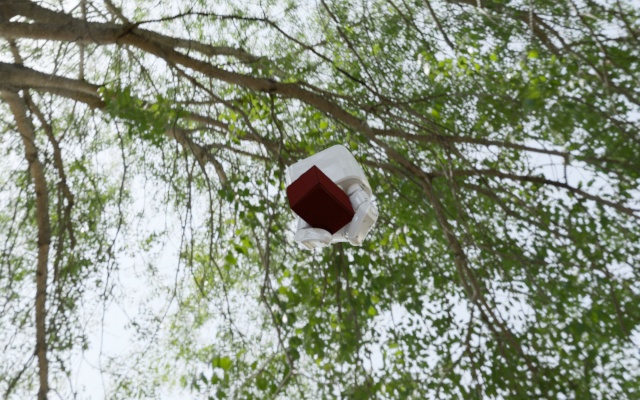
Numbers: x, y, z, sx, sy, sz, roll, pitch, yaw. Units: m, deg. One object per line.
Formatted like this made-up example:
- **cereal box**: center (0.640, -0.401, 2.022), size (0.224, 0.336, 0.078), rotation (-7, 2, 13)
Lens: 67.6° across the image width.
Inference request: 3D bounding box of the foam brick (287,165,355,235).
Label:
- **foam brick**: center (0.000, 0.002, 0.635), size (0.078, 0.053, 0.051), rotation (42, 19, -32)
